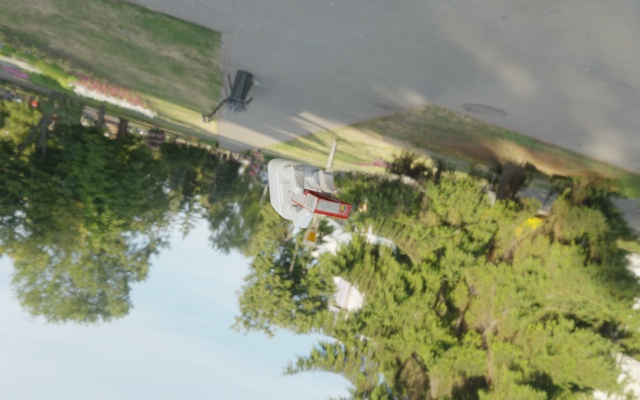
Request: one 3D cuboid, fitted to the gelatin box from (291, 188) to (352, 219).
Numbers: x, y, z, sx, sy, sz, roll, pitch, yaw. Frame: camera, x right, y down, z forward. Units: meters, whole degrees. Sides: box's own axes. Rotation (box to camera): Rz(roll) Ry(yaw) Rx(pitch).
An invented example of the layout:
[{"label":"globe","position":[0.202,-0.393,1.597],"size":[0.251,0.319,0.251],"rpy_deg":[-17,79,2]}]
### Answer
[{"label":"gelatin box","position":[0.000,0.003,0.842],"size":[0.073,0.030,0.089],"rpy_deg":[13,8,-33]}]
